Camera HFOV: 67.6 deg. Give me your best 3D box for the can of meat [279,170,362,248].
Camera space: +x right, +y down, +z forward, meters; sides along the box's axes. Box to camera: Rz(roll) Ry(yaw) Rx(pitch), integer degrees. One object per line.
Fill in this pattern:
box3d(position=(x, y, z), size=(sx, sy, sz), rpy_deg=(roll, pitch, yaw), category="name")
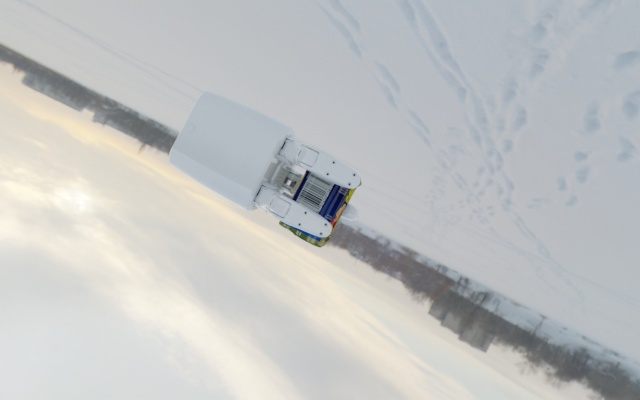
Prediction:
box3d(position=(0.000, 0.002, 0.522), size=(0.057, 0.084, 0.102), rpy_deg=(28, 0, 6), category="can of meat")
